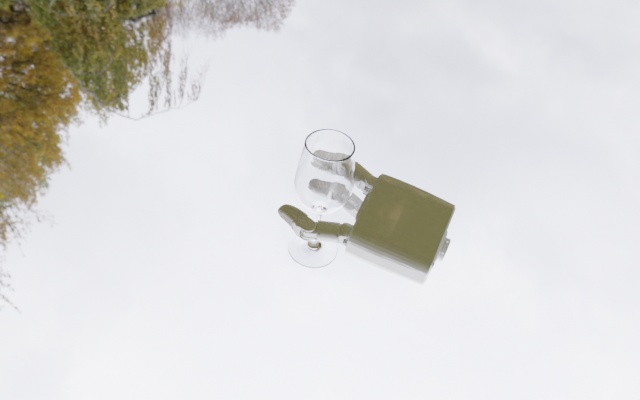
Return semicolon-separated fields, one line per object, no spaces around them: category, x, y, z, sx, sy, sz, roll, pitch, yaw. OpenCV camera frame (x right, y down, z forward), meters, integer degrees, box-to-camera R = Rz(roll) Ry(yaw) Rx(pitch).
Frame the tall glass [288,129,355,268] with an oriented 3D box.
tall glass;0.000;0.003;0.642;0.079;0.079;0.201;0;-44;-9
